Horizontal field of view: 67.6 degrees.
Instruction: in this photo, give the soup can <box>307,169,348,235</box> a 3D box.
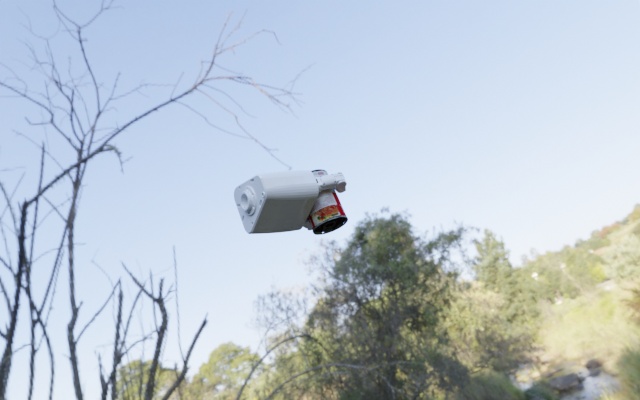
[{"bbox_3d":[0.000,0.003,0.874,0.068,0.102,0.068,-20,-22,-8],"label":"soup can"}]
